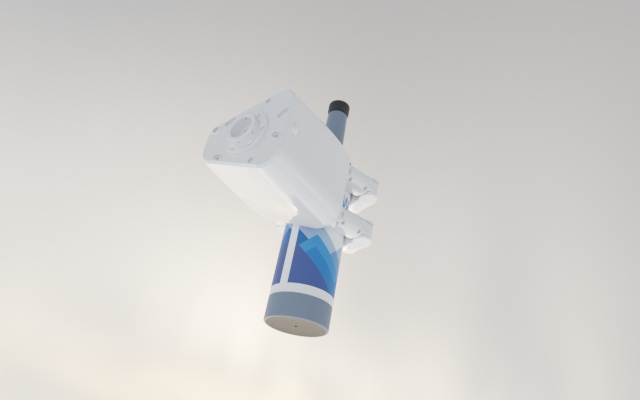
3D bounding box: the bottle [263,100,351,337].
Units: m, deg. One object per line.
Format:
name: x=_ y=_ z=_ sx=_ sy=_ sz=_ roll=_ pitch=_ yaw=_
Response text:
bottle: x=0.000 y=0.002 z=0.549 sx=0.069 sy=0.295 sz=0.069 roll=8 pitch=-31 yaw=5
